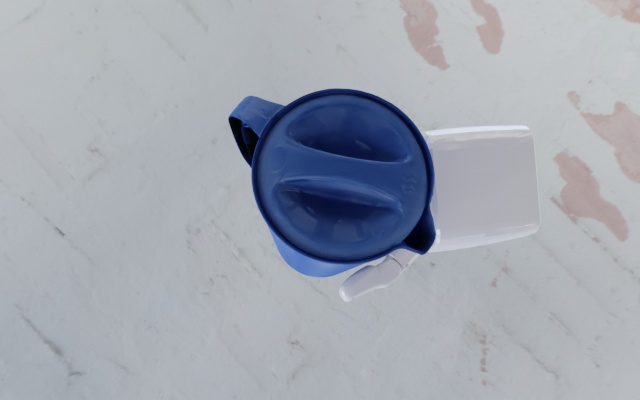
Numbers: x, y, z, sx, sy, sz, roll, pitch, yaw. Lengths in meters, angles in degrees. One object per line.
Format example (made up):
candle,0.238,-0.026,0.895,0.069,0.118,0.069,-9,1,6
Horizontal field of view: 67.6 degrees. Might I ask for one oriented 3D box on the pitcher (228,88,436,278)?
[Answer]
pitcher,0.000,0.002,0.453,0.145,0.149,0.243,-8,-14,-7
